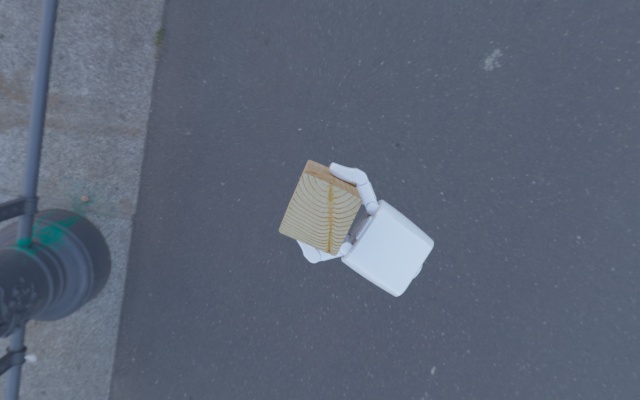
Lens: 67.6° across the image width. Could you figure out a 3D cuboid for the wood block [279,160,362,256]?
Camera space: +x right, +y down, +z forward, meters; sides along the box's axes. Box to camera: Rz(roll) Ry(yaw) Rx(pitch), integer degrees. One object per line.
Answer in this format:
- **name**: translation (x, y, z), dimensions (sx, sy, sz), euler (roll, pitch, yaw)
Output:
- **wood block**: translation (0.001, 0.002, 0.743), dimensions (0.090, 0.091, 0.206), euler (24, 9, -4)
